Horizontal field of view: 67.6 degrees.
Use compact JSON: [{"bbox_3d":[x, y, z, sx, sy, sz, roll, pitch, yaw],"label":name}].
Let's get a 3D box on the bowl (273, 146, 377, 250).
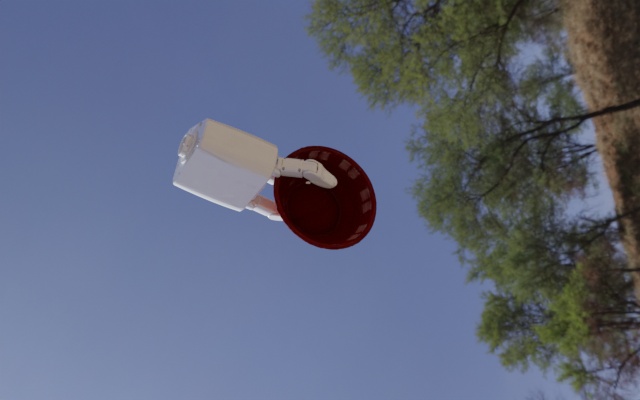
[{"bbox_3d":[0.001,0.003,0.708,0.162,0.162,0.055,0,-22,-24],"label":"bowl"}]
